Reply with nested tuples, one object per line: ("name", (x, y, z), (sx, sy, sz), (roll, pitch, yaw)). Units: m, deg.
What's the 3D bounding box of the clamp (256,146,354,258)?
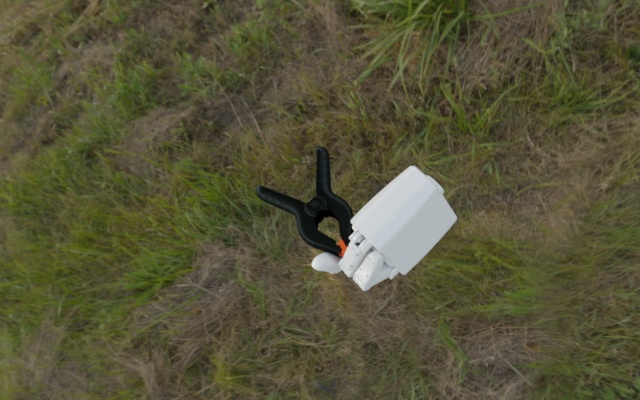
("clamp", (0.000, 0.002, 0.668), (0.171, 0.120, 0.039), (46, -1, 24))
